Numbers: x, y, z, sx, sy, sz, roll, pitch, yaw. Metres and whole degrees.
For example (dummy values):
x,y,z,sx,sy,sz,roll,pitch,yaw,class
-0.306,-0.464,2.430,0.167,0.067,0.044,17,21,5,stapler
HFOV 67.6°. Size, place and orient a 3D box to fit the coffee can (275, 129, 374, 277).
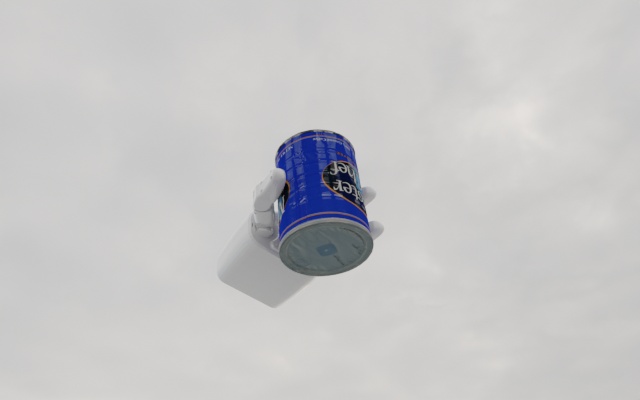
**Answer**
x,y,z,sx,sy,sz,roll,pitch,yaw,class
0.000,0.002,0.556,0.103,0.140,0.103,-4,-40,-3,coffee can
